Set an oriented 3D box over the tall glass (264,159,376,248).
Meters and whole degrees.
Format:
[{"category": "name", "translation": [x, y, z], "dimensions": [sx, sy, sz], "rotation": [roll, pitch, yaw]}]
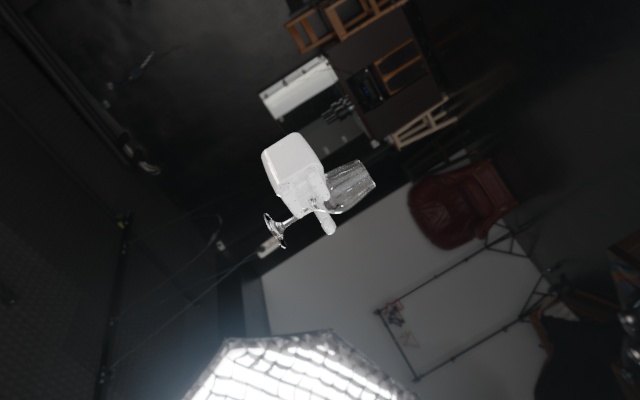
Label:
[{"category": "tall glass", "translation": [0.000, 0.003, 0.872], "dimensions": [0.201, 0.079, 0.079], "rotation": [-32, -2, 3]}]
